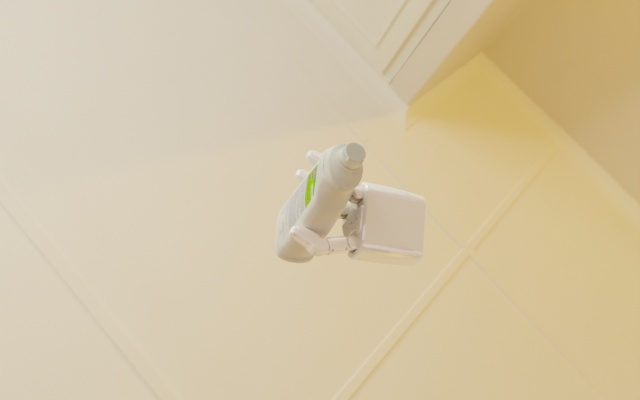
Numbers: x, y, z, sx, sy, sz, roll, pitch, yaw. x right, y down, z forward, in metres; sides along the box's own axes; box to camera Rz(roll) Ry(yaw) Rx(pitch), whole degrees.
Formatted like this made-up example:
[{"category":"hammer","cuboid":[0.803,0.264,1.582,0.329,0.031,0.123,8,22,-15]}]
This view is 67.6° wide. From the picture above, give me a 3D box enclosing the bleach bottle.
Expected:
[{"category":"bleach bottle","cuboid":[0.000,0.002,0.696,0.068,0.102,0.251,10,-30,-18]}]
